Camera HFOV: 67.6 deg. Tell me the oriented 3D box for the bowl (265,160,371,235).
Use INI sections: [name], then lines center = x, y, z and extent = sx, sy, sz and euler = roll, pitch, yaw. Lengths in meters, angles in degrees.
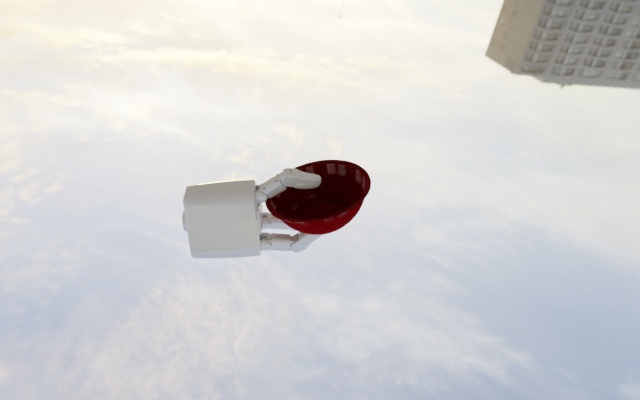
[bowl]
center = 0.001, 0.003, 0.727
extent = 0.162, 0.055, 0.162
euler = -9, 35, 7
